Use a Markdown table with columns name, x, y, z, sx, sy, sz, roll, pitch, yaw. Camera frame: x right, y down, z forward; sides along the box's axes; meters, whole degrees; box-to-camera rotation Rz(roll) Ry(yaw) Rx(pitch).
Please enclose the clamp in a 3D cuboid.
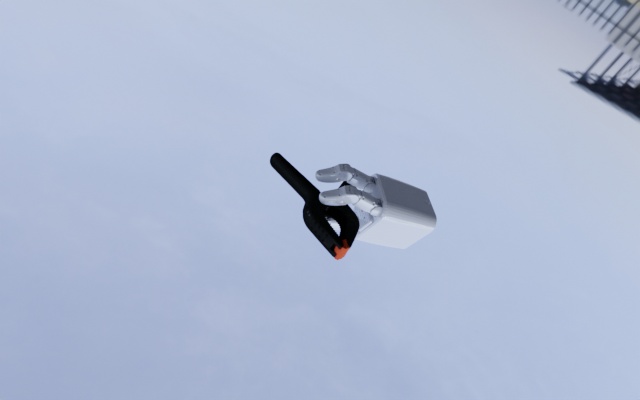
| name | x | y | z | sx | sy | sz | roll | pitch | yaw |
| --- | --- | --- | --- | --- | --- | --- | --- | --- | --- |
| clamp | 0.000 | 0.003 | 0.760 | 0.164 | 0.036 | 0.209 | 14 | 39 | -21 |
